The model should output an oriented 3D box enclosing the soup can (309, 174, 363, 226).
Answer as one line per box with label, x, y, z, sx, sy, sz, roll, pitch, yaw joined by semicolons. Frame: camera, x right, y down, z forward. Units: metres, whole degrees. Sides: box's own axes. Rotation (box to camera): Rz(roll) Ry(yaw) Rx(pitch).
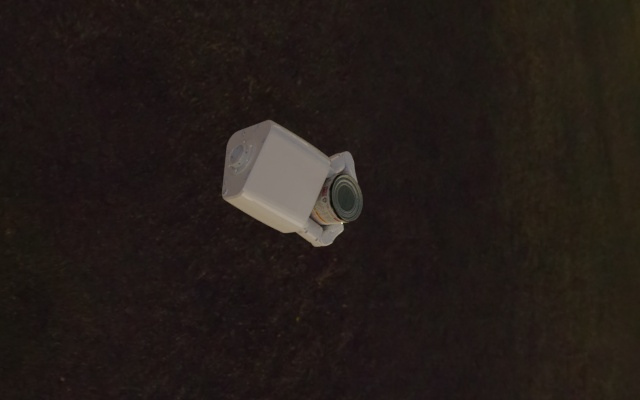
soup can;0.001;0.003;0.677;0.102;0.068;0.068;-10;-7;43
